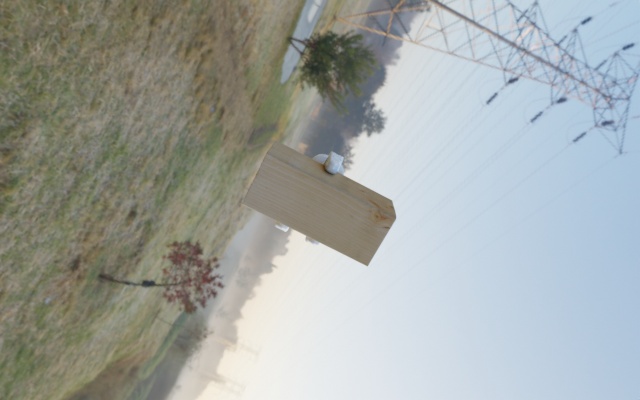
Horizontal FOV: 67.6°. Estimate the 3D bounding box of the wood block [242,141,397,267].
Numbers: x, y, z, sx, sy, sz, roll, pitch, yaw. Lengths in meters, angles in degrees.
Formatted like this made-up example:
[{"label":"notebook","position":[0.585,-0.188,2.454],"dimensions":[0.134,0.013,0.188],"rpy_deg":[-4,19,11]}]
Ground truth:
[{"label":"wood block","position":[0.000,0.002,0.723],"dimensions":[0.206,0.091,0.090],"rpy_deg":[26,18,-5]}]
